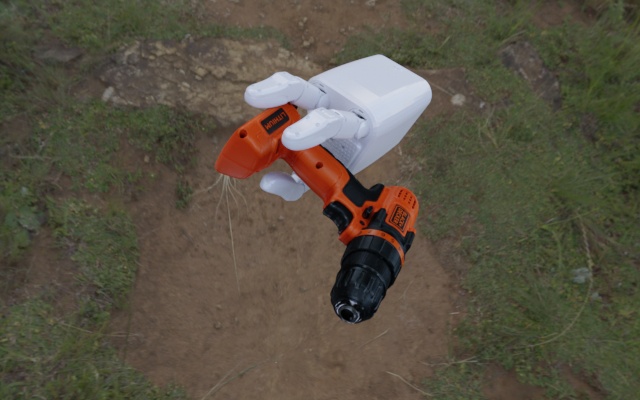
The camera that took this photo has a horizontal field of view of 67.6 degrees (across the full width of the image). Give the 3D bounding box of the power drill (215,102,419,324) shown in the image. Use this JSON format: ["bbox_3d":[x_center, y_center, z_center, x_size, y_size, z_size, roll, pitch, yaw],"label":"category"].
[{"bbox_3d":[0.000,0.001,0.435,0.057,0.187,0.184,-48,3,34],"label":"power drill"}]
